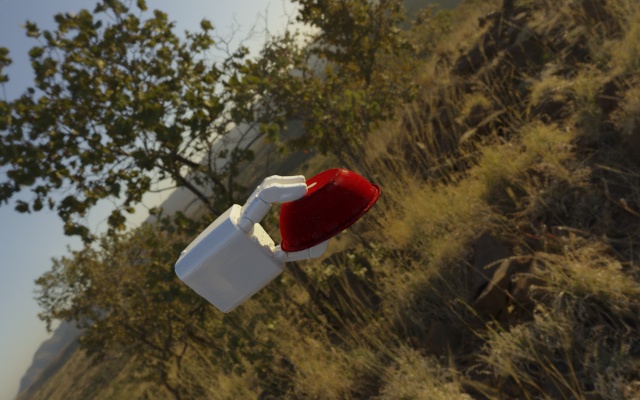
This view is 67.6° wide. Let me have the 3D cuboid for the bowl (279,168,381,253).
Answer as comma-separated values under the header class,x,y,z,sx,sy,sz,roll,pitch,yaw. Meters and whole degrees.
class,x,y,z,sx,sy,sz,roll,pitch,yaw
bowl,0.001,0.001,0.659,0.162,0.055,0.162,-29,14,8
